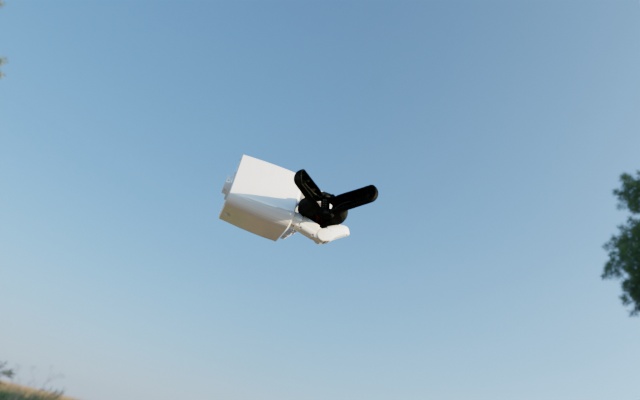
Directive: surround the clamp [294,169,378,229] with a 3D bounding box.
[{"bbox_3d":[0.000,0.002,0.724,0.120,0.039,0.171,22,-29,-12],"label":"clamp"}]
